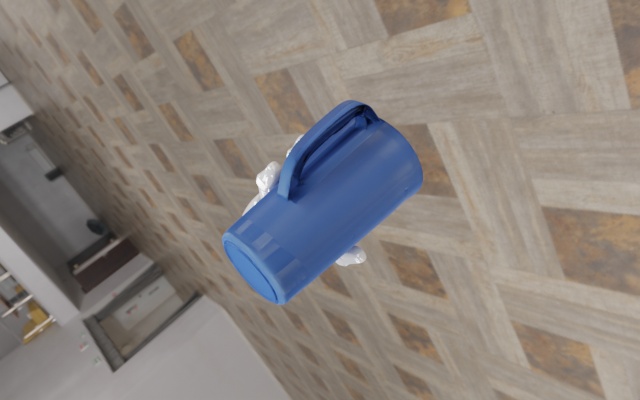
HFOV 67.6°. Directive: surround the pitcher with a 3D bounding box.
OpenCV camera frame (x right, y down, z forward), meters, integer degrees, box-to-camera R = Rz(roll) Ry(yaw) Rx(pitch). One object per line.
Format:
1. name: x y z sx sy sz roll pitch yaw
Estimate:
1. pitcher: 0.000 0.002 0.582 0.242 0.149 0.145 -41 3 -24
